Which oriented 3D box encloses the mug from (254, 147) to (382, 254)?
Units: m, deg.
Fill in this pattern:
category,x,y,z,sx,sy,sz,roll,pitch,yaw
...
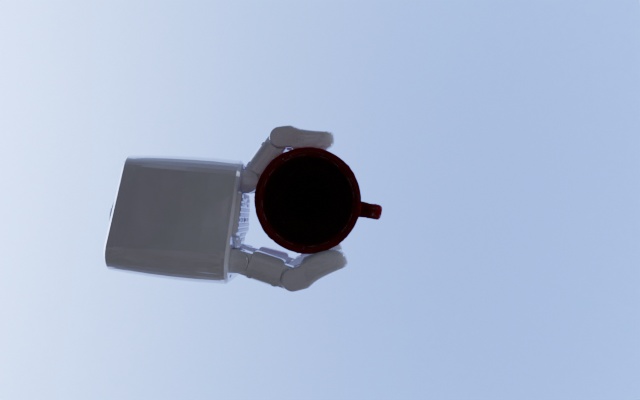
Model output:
category,x,y,z,sx,sy,sz,roll,pitch,yaw
mug,0.002,0.002,0.453,0.117,0.093,0.081,7,0,-1
